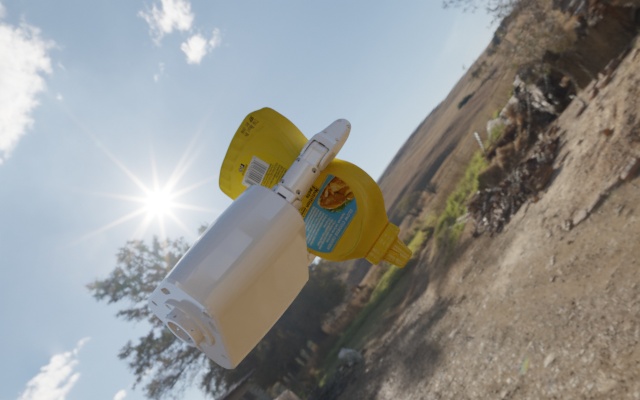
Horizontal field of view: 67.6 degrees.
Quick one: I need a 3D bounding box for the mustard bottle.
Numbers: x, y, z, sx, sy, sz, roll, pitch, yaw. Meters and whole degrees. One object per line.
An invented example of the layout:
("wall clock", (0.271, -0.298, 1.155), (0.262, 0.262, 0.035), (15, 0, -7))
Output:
("mustard bottle", (0.000, 0.001, 0.445), (0.191, 0.096, 0.058), (34, 30, 8))
